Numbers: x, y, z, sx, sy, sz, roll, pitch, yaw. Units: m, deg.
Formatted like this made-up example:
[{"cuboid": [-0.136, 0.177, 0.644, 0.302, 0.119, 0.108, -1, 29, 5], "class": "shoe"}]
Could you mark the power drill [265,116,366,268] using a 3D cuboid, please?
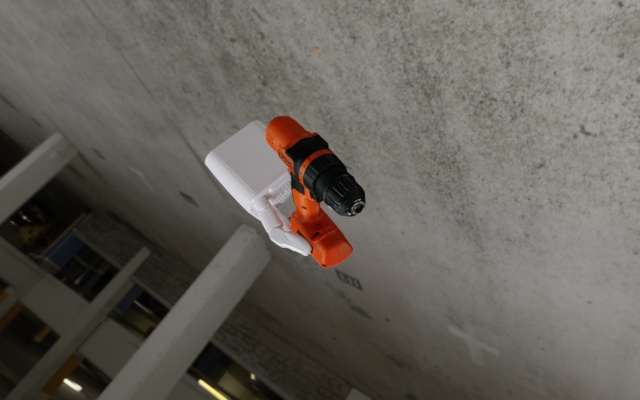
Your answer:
[{"cuboid": [0.000, 0.002, 0.616, 0.057, 0.188, 0.184, -26, 49, -17], "class": "power drill"}]
